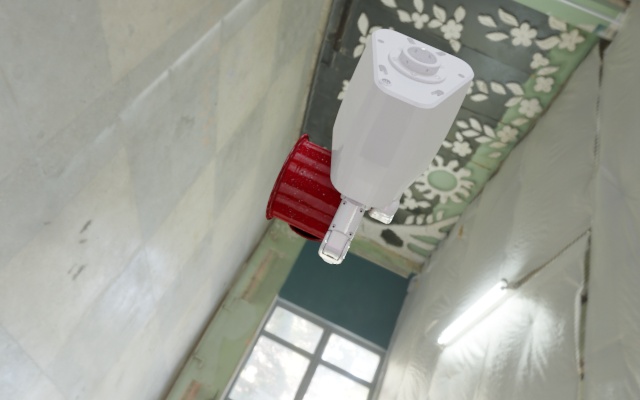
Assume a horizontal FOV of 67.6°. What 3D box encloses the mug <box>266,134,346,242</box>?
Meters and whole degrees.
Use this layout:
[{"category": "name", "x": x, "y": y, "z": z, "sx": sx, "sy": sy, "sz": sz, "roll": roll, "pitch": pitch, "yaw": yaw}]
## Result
[{"category": "mug", "x": 0.000, "y": 0.003, "z": 0.479, "sx": 0.081, "sy": 0.117, "sz": 0.093, "roll": 25, "pitch": 45, "yaw": 5}]
